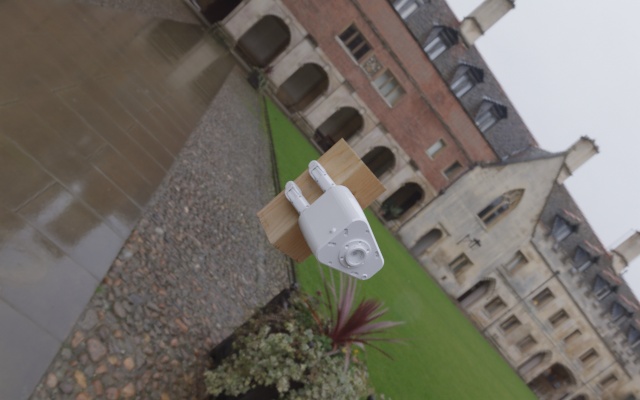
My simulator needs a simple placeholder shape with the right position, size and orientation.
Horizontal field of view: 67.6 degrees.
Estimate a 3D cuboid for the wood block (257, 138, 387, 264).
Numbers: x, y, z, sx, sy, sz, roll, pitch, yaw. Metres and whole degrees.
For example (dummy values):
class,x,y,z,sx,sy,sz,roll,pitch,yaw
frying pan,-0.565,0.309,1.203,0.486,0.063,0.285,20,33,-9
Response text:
class,x,y,z,sx,sy,sz,roll,pitch,yaw
wood block,0.001,0.003,0.849,0.091,0.206,0.090,43,9,-42
